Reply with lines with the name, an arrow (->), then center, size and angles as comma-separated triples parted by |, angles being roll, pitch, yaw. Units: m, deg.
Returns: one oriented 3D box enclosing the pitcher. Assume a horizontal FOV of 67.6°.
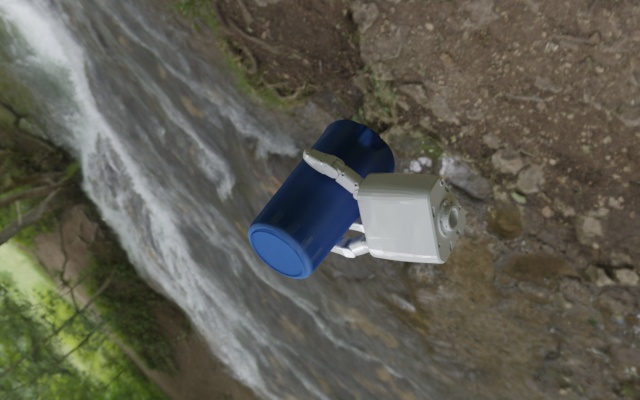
pitcher -> 0.000, 0.002, 0.727 | 0.145, 0.149, 0.242 | 6, 44, 39
